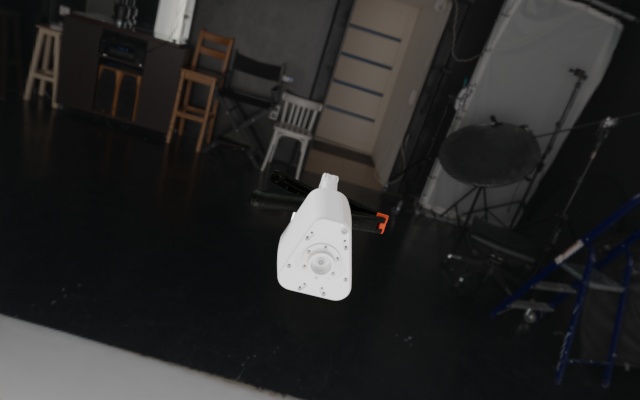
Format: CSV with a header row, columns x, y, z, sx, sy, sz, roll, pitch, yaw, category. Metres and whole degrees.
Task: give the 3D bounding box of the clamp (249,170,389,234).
x,y,z,sx,sy,sz,roll,pitch,yaw,category
0.001,0.002,0.745,0.210,0.036,0.164,16,17,-6,clamp
